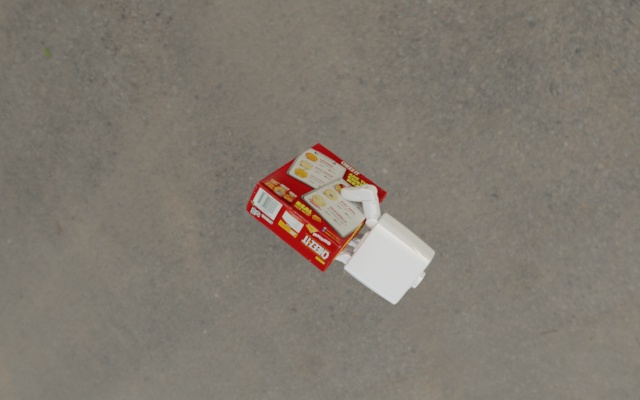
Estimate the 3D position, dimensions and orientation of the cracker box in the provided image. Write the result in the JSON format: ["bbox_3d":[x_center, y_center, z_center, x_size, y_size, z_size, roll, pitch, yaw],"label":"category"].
[{"bbox_3d":[0.000,0.003,0.815,0.164,0.072,0.213,37,35,8],"label":"cracker box"}]
